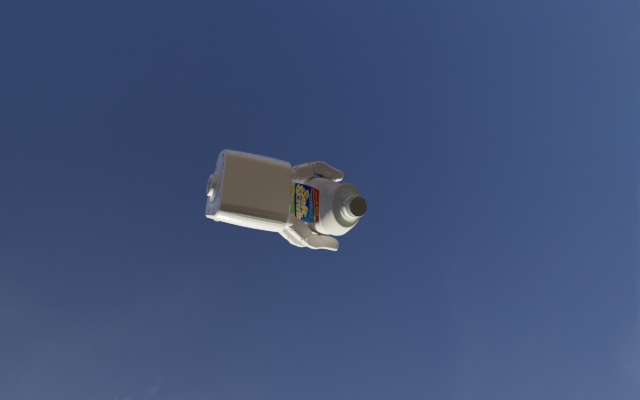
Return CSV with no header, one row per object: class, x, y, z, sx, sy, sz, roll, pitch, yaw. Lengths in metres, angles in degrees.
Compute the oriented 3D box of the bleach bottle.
bleach bottle,0.000,0.003,0.767,0.068,0.102,0.251,12,-6,-24
